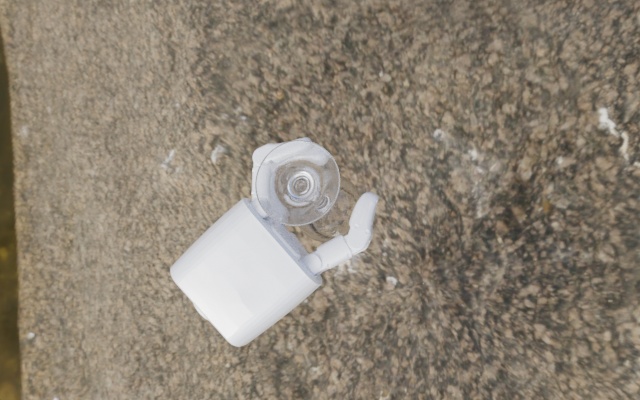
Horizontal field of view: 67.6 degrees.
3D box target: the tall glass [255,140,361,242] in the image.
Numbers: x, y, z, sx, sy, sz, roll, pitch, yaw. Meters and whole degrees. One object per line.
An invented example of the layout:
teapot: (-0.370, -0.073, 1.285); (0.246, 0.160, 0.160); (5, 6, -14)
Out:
tall glass: (0.000, 0.001, 0.498); (0.079, 0.079, 0.201); (0, -10, 12)
